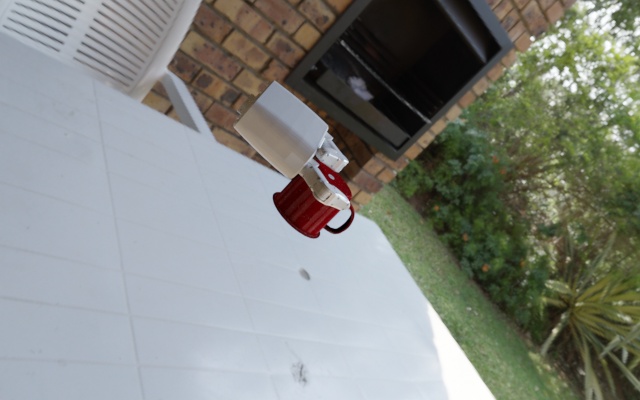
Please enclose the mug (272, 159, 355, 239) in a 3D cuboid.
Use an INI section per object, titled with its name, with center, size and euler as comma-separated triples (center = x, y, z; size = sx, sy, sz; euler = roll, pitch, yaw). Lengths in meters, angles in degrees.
[mug]
center = 0.001, 0.003, 0.697
size = 0.117, 0.081, 0.093
euler = 40, 18, -14
